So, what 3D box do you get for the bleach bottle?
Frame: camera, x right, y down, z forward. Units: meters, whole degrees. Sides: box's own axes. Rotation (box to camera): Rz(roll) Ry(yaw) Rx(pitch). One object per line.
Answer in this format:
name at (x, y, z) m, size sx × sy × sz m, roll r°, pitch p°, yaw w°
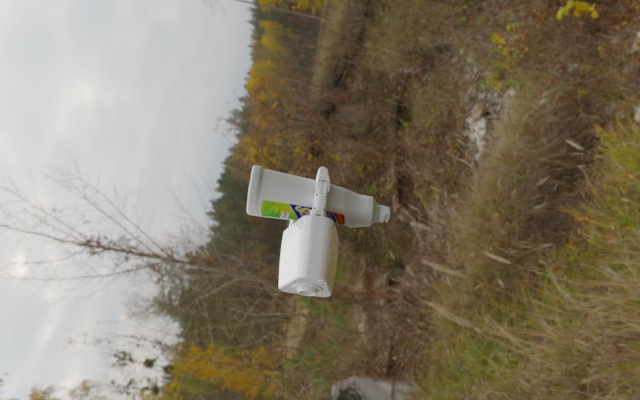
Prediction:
bleach bottle at (0.000, 0.003, 0.840) m, size 0.251 × 0.068 × 0.103 m, roll 9°, pitch -27°, yaw -6°
